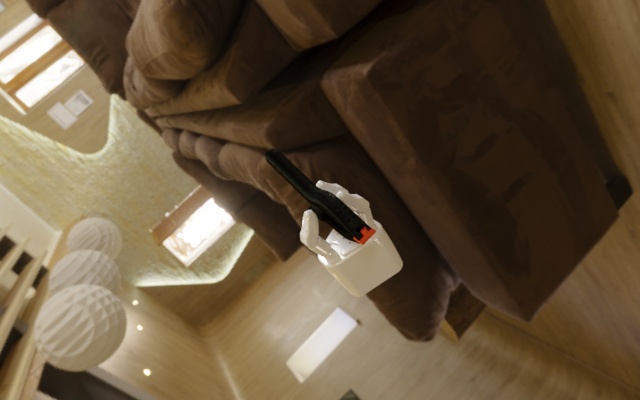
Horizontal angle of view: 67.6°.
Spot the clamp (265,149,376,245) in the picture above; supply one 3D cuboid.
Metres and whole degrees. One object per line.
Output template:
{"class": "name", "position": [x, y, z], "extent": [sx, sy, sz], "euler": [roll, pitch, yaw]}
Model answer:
{"class": "clamp", "position": [0.000, 0.003, 0.728], "extent": [0.210, 0.036, 0.165], "euler": [32, -16, 51]}
